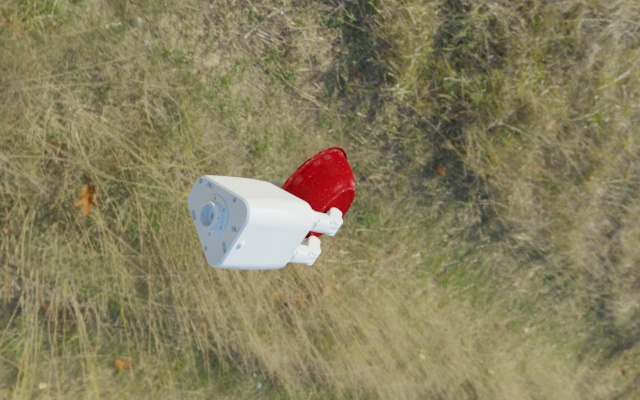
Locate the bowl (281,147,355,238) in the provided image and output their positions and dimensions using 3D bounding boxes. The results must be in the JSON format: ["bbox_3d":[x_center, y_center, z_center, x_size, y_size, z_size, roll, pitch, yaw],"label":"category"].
[{"bbox_3d":[0.001,0.002,0.701,0.055,0.162,0.162,41,17,21],"label":"bowl"}]
